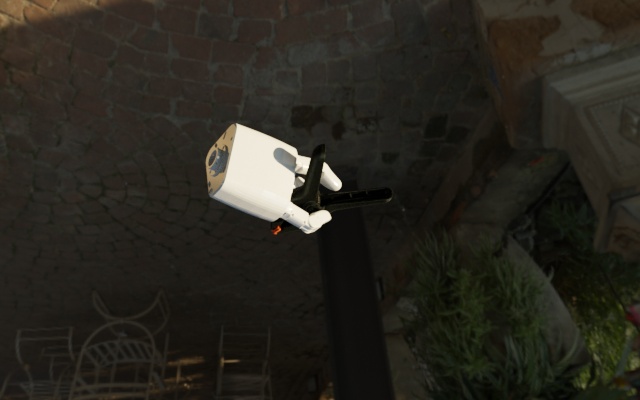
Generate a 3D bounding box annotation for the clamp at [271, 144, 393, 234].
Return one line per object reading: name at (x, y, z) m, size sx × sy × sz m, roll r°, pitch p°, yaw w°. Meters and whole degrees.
clamp at (0.000, 0.003, 0.768) m, size 0.164 × 0.036 × 0.210 m, roll 25°, pitch -44°, yaw -30°
